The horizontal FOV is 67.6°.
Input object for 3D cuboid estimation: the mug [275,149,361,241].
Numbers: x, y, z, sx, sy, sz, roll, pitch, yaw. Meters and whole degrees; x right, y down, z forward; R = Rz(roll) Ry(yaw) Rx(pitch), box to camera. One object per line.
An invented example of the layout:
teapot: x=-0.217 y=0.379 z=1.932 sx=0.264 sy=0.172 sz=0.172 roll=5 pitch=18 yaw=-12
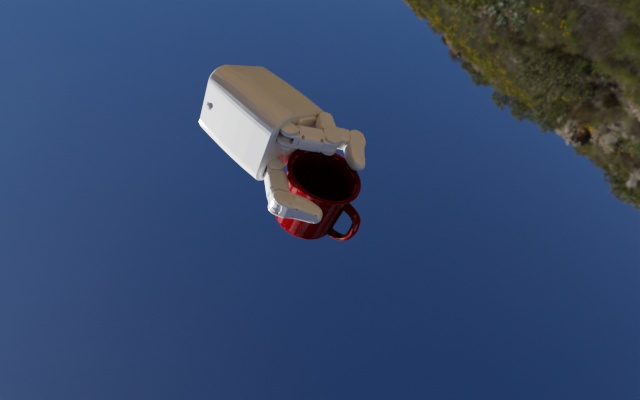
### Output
mug: x=0.001 y=0.003 z=0.586 sx=0.093 sy=0.117 sz=0.081 roll=-35 pitch=-19 yaw=-44
